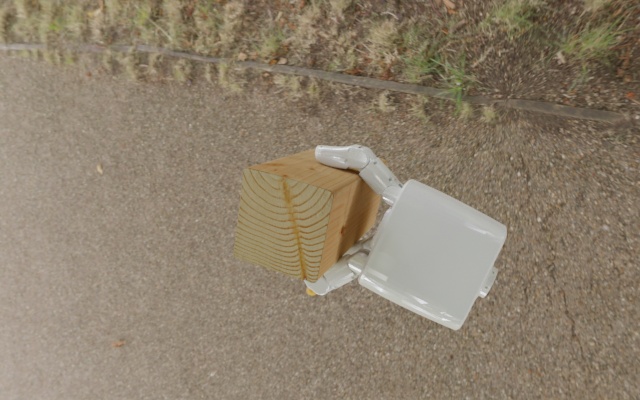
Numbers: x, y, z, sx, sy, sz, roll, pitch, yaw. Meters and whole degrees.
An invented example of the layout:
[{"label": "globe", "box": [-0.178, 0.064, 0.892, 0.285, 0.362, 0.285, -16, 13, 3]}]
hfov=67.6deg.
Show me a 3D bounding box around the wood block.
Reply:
[{"label": "wood block", "box": [0.000, 0.002, 0.523, 0.090, 0.091, 0.206, 16, 17, 17]}]
